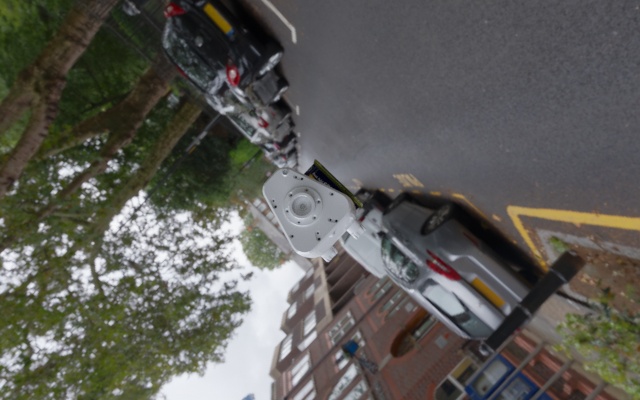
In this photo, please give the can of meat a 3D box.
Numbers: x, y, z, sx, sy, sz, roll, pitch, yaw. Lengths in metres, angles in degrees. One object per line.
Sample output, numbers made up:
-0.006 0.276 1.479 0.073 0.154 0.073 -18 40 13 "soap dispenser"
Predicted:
0.000 0.003 0.734 0.102 0.084 0.057 44 -1 6 "can of meat"
